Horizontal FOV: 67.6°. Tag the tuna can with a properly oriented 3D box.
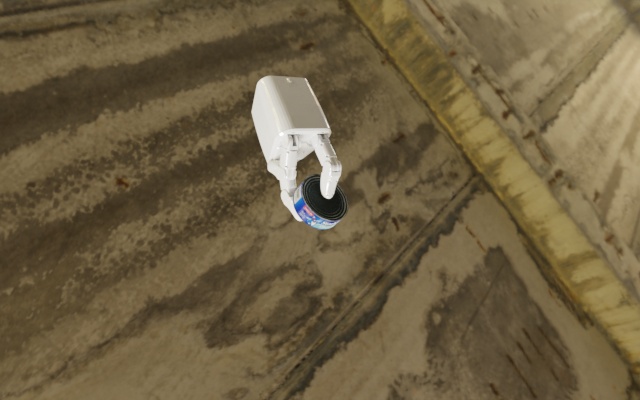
[{"bbox_3d":[0.000,0.003,0.753,0.086,0.086,0.034,0,-31,-37],"label":"tuna can"}]
